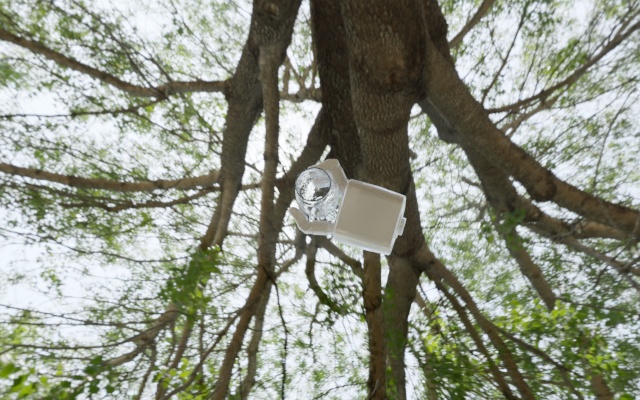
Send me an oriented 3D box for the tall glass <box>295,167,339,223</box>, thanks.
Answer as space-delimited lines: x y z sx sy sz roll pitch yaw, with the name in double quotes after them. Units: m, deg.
0.000 0.003 0.899 0.079 0.079 0.201 0 -18 8 "tall glass"
